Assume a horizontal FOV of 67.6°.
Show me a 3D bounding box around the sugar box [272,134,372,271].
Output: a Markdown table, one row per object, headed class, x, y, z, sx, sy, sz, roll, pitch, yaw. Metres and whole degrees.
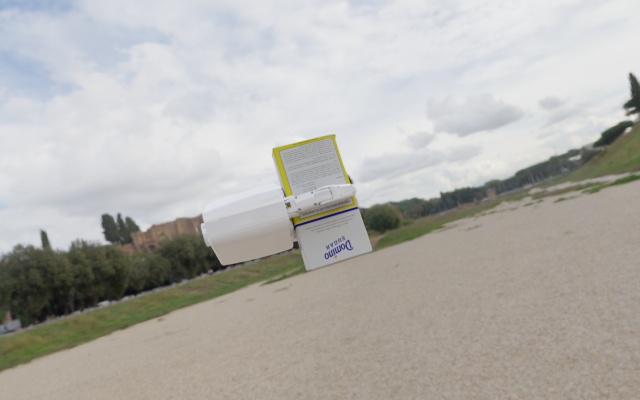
| class | x | y | z | sx | sy | sz | roll | pitch | yaw |
| --- | --- | --- | --- | --- | --- | --- | --- | --- | --- |
| sugar box | 0.000 | 0.002 | 0.668 | 0.093 | 0.176 | 0.048 | -15 | -6 | -10 |
